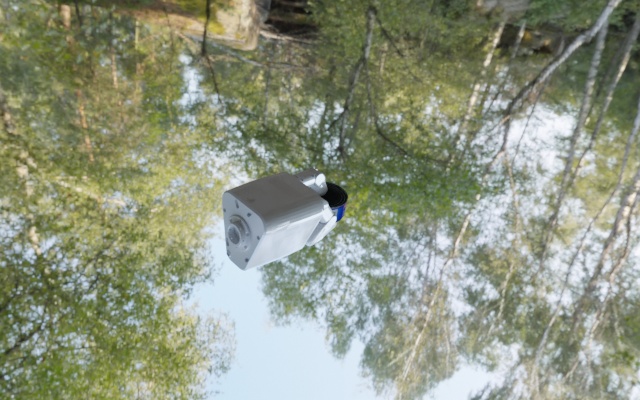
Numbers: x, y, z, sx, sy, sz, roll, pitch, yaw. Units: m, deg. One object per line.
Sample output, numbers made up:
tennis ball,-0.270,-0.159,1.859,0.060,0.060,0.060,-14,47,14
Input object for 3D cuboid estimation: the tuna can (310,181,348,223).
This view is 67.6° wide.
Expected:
tuna can,0.000,0.003,0.778,0.086,0.034,0.086,7,31,-4
